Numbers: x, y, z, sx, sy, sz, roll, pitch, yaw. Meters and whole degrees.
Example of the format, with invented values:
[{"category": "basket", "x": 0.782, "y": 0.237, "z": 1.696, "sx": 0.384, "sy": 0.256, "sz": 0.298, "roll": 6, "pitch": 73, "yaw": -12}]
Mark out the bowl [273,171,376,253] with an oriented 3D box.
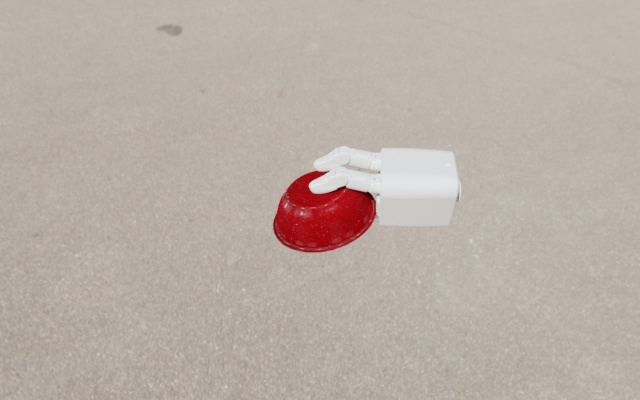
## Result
[{"category": "bowl", "x": -0.001, "y": 0.002, "z": 0.711, "sx": 0.162, "sy": 0.055, "sz": 0.162, "roll": -10, "pitch": 37, "yaw": 8}]
